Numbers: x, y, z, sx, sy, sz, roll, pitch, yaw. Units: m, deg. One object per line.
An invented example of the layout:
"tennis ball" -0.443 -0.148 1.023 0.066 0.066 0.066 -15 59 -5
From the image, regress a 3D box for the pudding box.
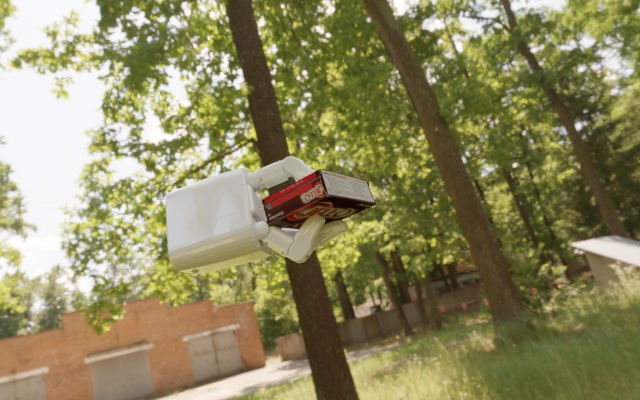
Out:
"pudding box" 0.000 0.002 0.572 0.090 0.039 0.113 -25 -16 31
